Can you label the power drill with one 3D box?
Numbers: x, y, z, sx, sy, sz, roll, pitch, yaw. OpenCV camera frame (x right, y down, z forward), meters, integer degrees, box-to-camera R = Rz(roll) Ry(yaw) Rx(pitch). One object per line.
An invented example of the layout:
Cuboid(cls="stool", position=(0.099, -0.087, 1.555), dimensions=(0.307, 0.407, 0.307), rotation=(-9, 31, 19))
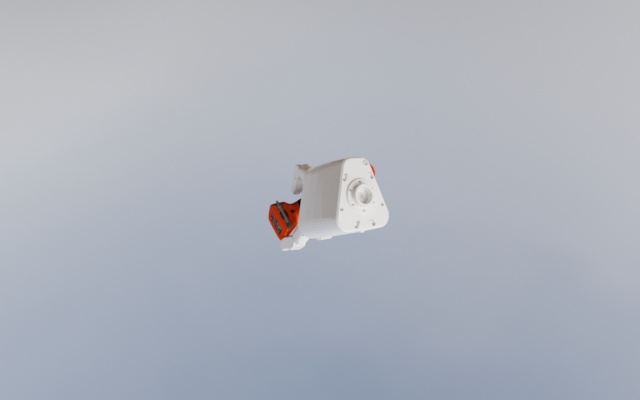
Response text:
Cuboid(cls="power drill", position=(0.000, 0.003, 0.851), dimensions=(0.187, 0.057, 0.184), rotation=(-29, -10, -13))
